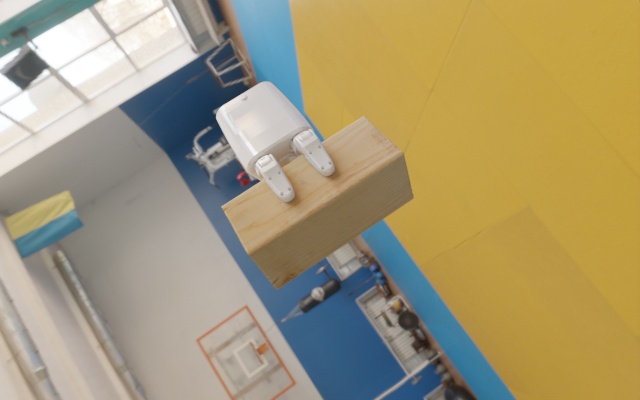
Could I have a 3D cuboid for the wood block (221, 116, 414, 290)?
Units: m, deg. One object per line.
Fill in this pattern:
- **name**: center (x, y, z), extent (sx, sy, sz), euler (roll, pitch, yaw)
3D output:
- **wood block**: center (0.000, 0.002, 0.584), extent (0.206, 0.090, 0.091), euler (-33, -39, -6)
